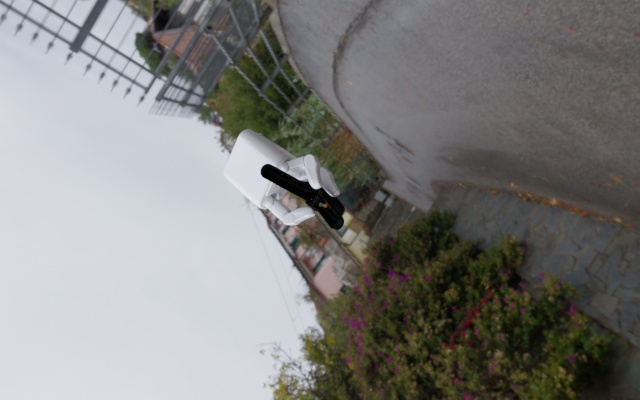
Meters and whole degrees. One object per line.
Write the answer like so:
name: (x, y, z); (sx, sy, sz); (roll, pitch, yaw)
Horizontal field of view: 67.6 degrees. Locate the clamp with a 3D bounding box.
clamp: (0.000, 0.003, 0.840); (0.164, 0.036, 0.210); (38, 8, 21)
